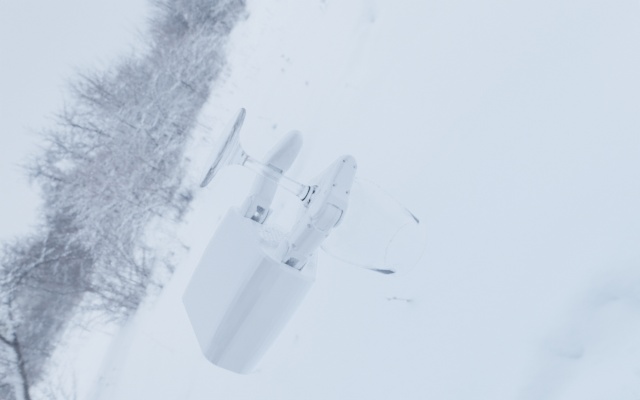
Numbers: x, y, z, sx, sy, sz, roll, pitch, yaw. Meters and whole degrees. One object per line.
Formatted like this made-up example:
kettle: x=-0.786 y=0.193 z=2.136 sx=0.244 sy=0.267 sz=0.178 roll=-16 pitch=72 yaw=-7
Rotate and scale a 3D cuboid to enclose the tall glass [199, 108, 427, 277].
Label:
tall glass: x=0.000 y=0.001 z=0.425 sx=0.201 sy=0.079 sz=0.079 roll=29 pitch=-11 yaw=-21
